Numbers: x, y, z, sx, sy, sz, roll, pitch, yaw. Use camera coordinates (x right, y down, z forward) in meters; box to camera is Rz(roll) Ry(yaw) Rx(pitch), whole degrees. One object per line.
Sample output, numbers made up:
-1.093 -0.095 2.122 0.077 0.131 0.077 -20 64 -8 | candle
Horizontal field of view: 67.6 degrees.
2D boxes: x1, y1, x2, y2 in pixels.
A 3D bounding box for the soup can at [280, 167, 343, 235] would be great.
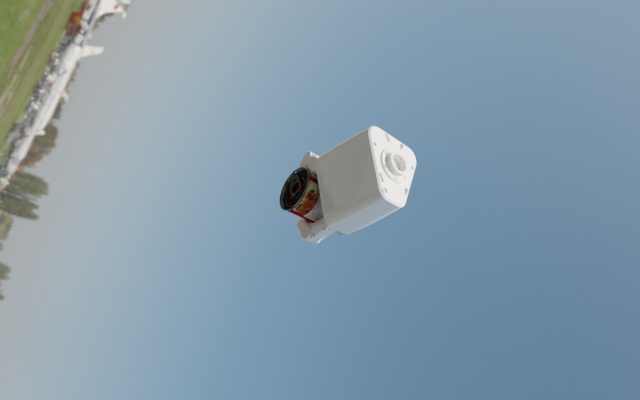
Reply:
0.000 0.003 0.708 0.102 0.068 0.068 27 -15 -31 | soup can
